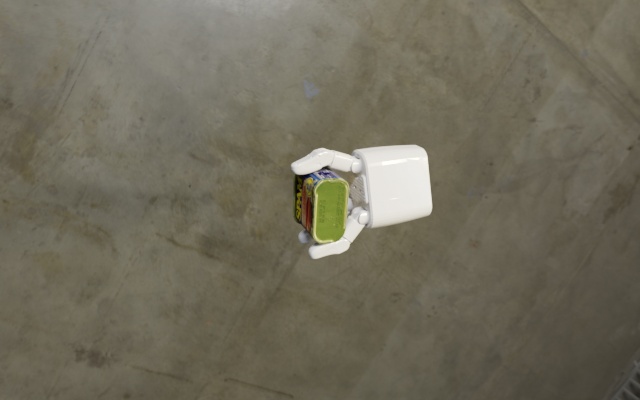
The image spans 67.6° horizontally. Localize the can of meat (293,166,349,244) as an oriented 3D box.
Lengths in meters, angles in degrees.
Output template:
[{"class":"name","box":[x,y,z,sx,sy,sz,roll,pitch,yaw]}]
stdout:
[{"class":"can of meat","box":[0.000,0.002,0.695,0.057,0.102,0.084,-5,22,-21]}]
